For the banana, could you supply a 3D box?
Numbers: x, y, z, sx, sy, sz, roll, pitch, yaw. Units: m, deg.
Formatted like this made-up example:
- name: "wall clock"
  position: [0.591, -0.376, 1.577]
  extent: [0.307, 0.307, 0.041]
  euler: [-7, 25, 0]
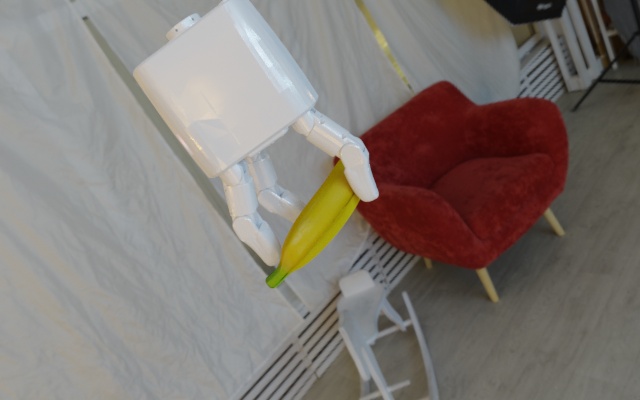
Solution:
- name: "banana"
  position: [0.010, -0.002, 0.460]
  extent: [0.070, 0.037, 0.197]
  euler: [-27, 20, 46]
